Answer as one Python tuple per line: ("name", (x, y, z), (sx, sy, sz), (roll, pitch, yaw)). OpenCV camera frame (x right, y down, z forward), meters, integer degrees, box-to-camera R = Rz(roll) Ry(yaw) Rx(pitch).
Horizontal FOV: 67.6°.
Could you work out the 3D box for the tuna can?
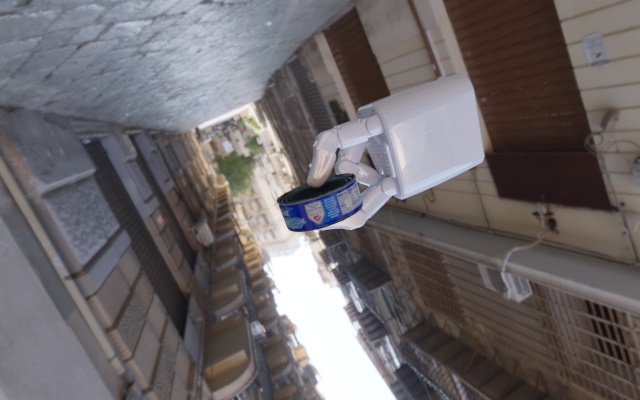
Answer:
("tuna can", (0.000, 0.002, 0.497), (0.086, 0.034, 0.086), (-17, 12, 4))
